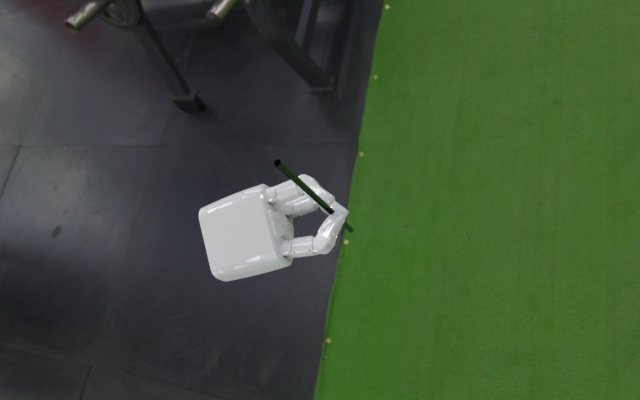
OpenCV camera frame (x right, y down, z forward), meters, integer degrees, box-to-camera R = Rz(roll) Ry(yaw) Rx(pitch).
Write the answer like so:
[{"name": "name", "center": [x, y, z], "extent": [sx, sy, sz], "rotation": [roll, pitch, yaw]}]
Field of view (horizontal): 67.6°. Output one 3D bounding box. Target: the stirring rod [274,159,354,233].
[{"name": "stirring rod", "center": [0.000, 0.002, 0.603], "extent": [0.011, 0.011, 0.240], "rotation": [0, -20, 24]}]
